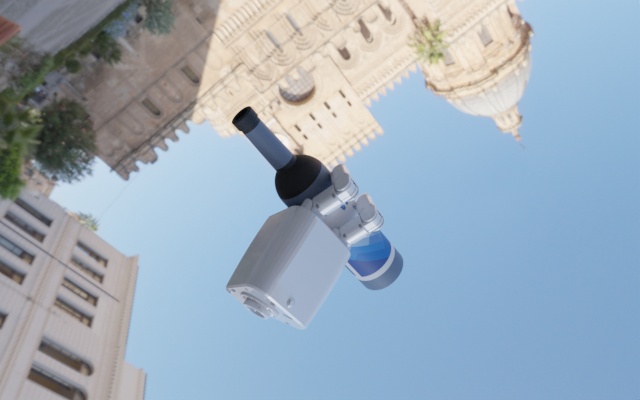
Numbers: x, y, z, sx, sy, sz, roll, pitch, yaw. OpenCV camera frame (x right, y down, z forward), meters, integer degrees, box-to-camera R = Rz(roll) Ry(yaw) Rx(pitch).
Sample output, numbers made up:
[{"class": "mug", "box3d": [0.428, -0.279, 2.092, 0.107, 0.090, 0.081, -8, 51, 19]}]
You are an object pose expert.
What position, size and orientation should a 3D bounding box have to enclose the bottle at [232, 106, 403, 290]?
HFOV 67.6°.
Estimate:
[{"class": "bottle", "box3d": [0.000, 0.002, 0.586, 0.069, 0.069, 0.296, 0, -40, 49]}]
